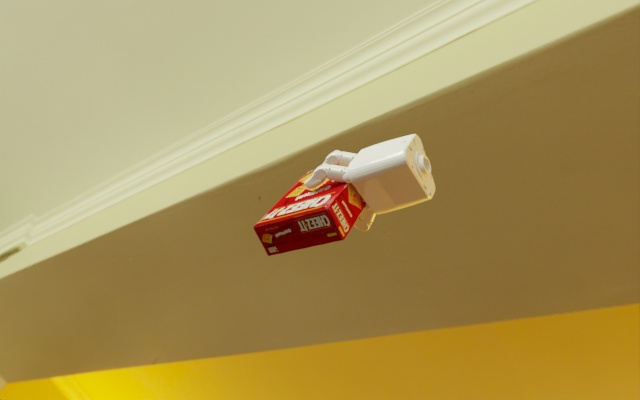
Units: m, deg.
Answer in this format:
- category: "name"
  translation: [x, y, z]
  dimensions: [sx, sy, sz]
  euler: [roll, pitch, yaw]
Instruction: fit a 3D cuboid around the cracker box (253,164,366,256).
- category: "cracker box"
  translation: [0.000, 0.003, 0.873]
  dimensions: [0.164, 0.072, 0.213]
  euler: [-16, 20, 33]
